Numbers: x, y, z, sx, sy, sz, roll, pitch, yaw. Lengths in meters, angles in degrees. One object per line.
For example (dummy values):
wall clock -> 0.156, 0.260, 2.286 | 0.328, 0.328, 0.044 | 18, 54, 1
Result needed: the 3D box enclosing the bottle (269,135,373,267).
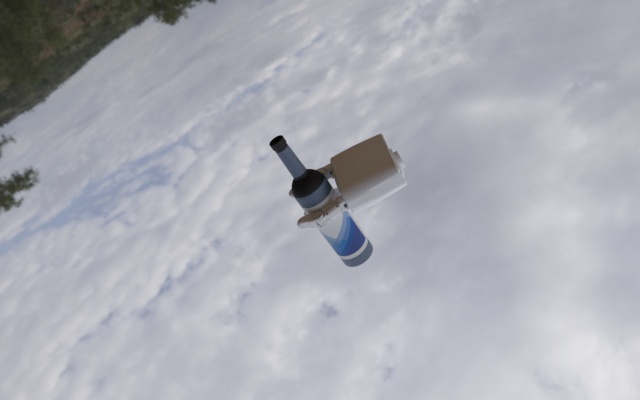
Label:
bottle -> 0.000, 0.003, 0.862 | 0.069, 0.069, 0.296 | 0, -44, 44
